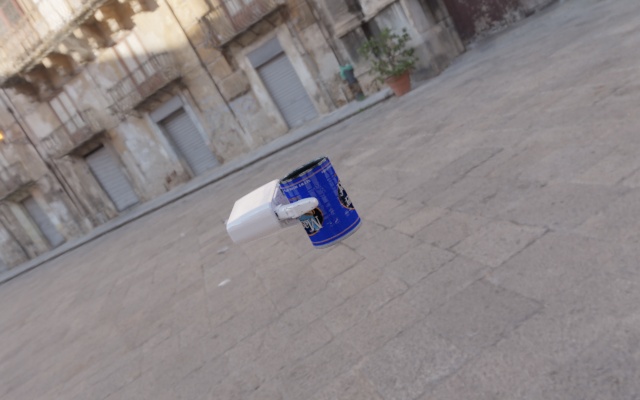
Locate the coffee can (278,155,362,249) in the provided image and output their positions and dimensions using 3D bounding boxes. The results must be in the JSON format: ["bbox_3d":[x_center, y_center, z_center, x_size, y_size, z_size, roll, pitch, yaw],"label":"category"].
[{"bbox_3d":[0.000,0.003,0.876,0.103,0.140,0.102,-27,12,6],"label":"coffee can"}]
